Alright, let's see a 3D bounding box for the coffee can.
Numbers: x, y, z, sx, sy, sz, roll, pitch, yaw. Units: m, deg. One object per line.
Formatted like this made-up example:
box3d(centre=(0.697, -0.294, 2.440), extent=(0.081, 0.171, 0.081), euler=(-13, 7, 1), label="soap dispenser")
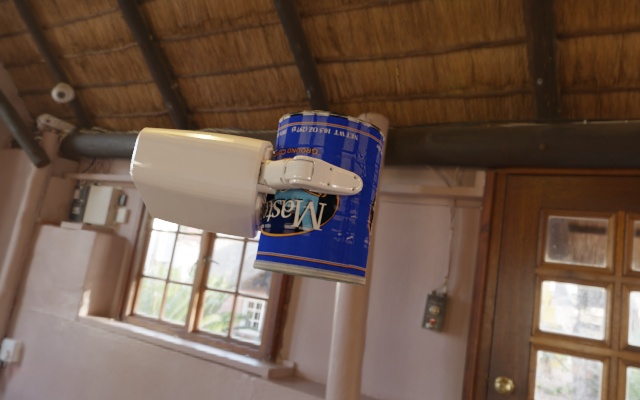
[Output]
box3d(centre=(0.000, 0.002, 0.444), extent=(0.103, 0.140, 0.103), euler=(9, -10, 2), label="coffee can")
